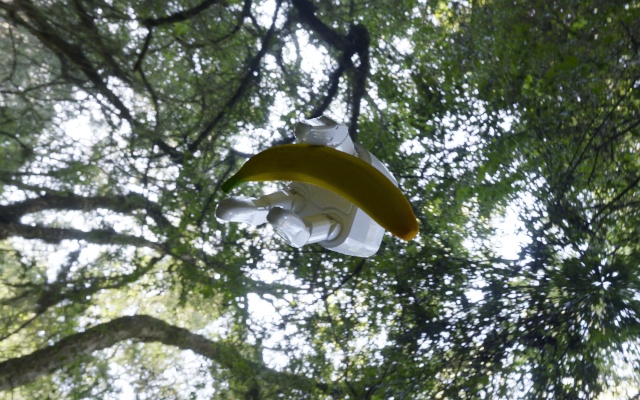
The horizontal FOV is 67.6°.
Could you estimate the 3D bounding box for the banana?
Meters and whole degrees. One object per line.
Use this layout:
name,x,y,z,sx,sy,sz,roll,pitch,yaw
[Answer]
banana,0.003,-0.017,0.436,0.198,0.069,0.037,13,-12,28
